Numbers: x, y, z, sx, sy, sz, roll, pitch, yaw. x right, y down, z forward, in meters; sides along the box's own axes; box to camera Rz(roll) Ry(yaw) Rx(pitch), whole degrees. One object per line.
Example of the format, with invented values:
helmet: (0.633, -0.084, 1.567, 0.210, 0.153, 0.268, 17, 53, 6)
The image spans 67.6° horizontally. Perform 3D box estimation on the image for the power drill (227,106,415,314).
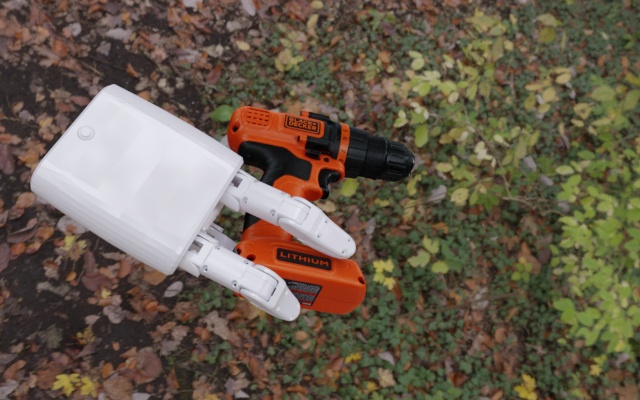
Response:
power drill: (0.000, 0.002, 0.420, 0.184, 0.187, 0.057, 10, -41, -8)
